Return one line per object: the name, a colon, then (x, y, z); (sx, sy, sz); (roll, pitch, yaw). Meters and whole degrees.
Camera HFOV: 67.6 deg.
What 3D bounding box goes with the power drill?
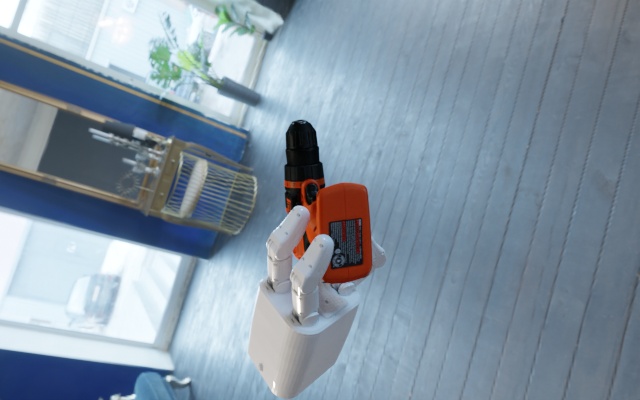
power drill: (0.000, 0.002, 0.553); (0.057, 0.184, 0.187); (-9, 14, -13)
